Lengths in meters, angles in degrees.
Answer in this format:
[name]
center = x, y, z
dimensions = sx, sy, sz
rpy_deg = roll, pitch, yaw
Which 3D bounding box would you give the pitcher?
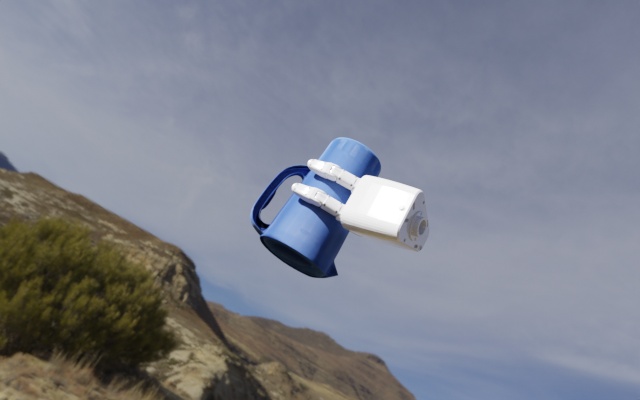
[pitcher]
center = 0.000, 0.003, 0.853
dimensions = 0.145, 0.242, 0.149
rpy_deg = 16, -25, 37
